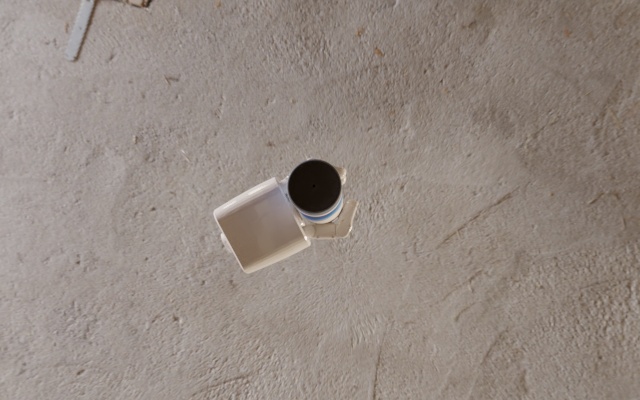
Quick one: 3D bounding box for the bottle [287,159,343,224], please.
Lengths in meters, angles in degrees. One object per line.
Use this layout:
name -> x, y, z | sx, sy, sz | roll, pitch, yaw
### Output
bottle -> 0.000, 0.002, 0.714 | 0.069, 0.069, 0.296 | 0, -8, 3
